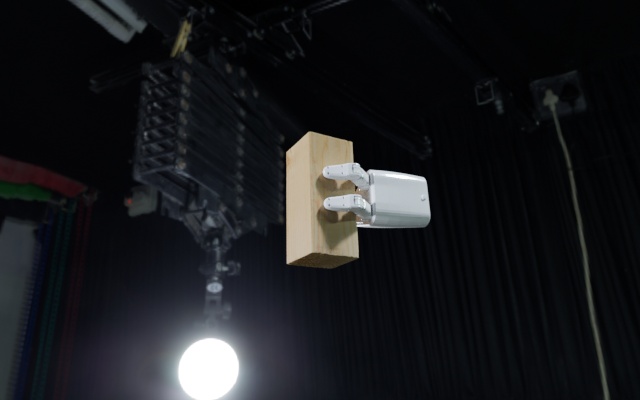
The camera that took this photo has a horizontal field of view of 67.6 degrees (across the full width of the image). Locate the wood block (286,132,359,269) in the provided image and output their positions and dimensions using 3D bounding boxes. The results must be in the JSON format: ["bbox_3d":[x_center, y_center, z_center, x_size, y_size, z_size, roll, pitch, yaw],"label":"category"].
[{"bbox_3d":[0.000,0.003,0.810,0.090,0.206,0.091,10,-23,-27],"label":"wood block"}]
